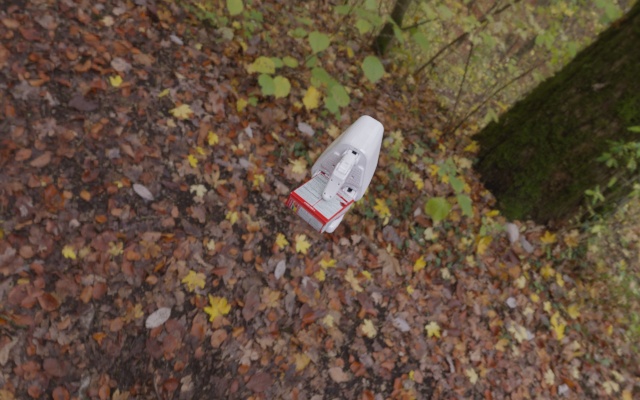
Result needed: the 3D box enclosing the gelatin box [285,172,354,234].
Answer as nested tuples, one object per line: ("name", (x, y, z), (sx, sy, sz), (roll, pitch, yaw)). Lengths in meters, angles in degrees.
("gelatin box", (0.000, 0.002, 0.743), (0.073, 0.030, 0.089), (40, 40, 12))
